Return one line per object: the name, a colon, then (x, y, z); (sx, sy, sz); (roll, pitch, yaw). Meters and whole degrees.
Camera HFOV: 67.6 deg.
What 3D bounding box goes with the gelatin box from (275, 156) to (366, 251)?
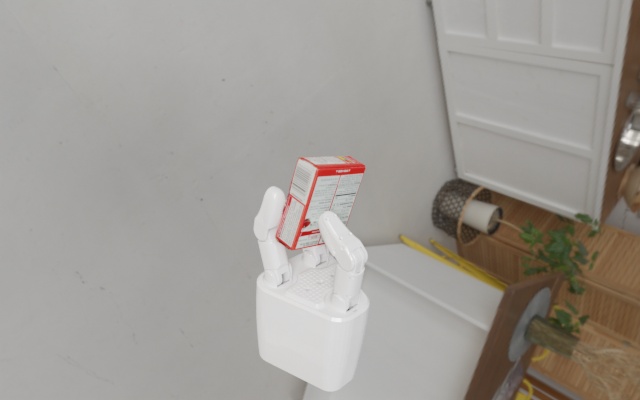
gelatin box: (0.000, 0.001, 0.468); (0.030, 0.089, 0.073); (34, 26, 35)
